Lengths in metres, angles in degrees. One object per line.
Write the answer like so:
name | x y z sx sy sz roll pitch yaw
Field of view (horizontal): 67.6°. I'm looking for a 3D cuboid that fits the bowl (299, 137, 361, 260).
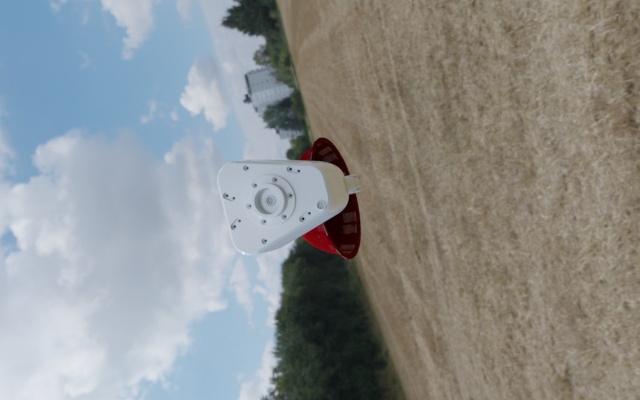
bowl | 0.000 0.002 0.628 0.055 0.162 0.162 -14 -5 21
